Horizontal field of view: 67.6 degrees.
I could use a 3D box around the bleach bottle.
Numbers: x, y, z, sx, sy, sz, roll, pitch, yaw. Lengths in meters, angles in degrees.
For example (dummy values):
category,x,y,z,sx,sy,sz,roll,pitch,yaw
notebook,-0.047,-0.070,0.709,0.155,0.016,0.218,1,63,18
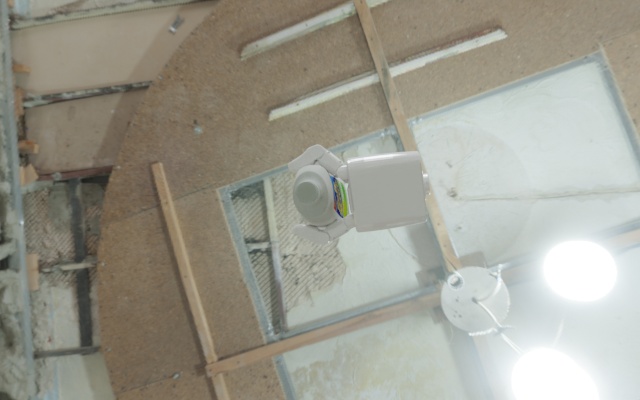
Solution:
category,x,y,z,sx,sy,sz,roll,pitch,yaw
bleach bottle,0.000,0.002,0.737,0.068,0.102,0.251,-7,-3,8
